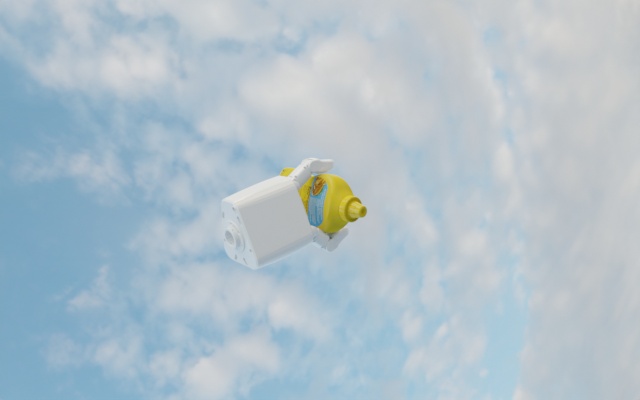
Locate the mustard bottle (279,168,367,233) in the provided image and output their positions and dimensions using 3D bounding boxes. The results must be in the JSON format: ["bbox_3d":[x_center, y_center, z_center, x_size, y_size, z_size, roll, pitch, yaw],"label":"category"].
[{"bbox_3d":[0.000,0.002,0.784,0.058,0.096,0.191,6,5,-43],"label":"mustard bottle"}]
